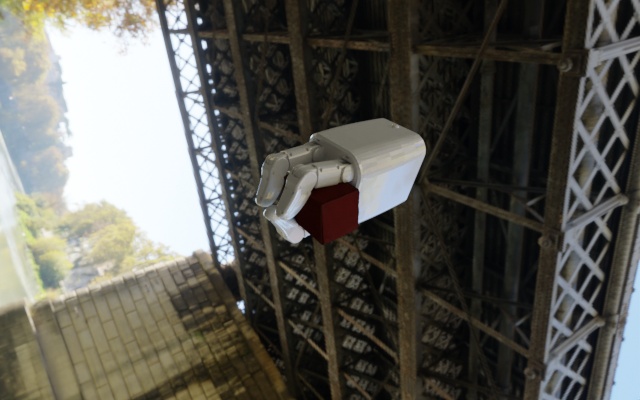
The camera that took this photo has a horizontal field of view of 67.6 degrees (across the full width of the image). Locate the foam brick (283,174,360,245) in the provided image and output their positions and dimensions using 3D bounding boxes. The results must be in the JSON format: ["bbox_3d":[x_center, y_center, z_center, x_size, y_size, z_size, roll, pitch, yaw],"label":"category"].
[{"bbox_3d":[0.000,0.002,0.526,0.051,0.053,0.078,-20,37,-29],"label":"foam brick"}]
